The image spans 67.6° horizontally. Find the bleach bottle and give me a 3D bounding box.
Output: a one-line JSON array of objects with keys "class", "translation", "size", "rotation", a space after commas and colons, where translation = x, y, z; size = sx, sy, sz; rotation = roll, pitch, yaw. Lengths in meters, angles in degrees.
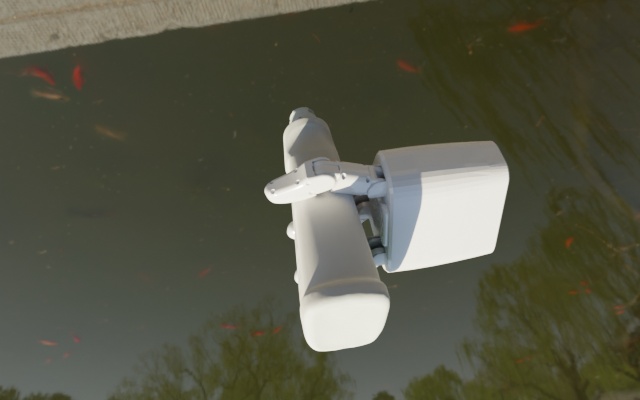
[{"class": "bleach bottle", "translation": [0.000, 0.002, 0.445], "size": [0.068, 0.250, 0.103], "rotation": [-8, -37, -5]}]
